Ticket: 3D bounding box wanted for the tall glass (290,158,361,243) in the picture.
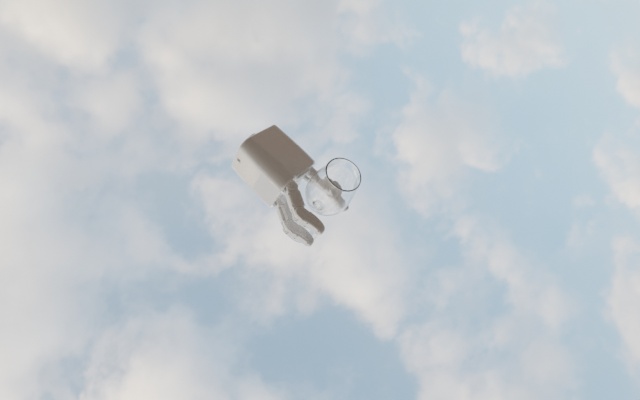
[{"bbox_3d":[0.000,0.003,0.833,0.079,0.079,0.201,0,-26,-25],"label":"tall glass"}]
